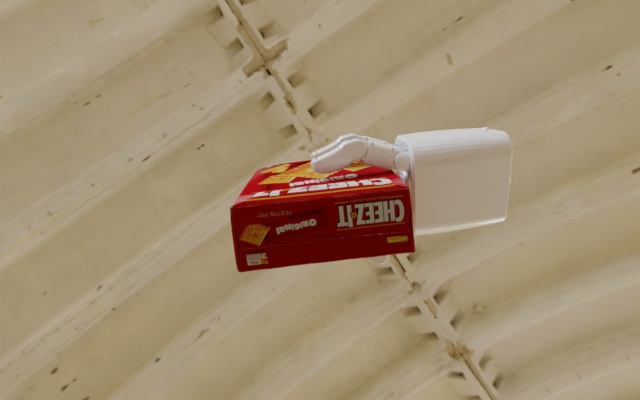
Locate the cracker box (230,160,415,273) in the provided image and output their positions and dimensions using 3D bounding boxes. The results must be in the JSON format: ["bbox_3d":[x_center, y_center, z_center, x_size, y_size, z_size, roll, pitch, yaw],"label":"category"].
[{"bbox_3d":[0.000,0.002,0.526,0.164,0.072,0.213,-7,12,0],"label":"cracker box"}]
